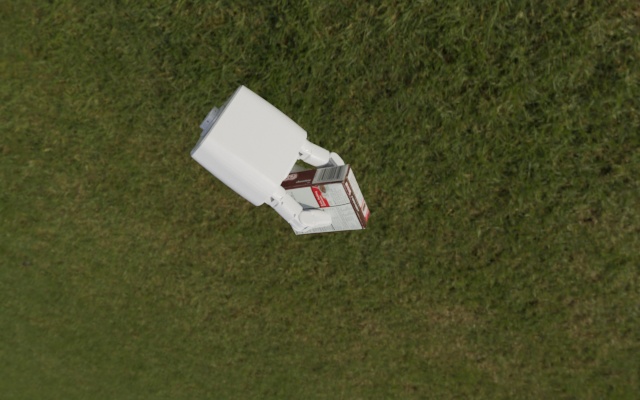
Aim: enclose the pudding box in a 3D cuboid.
[{"bbox_3d":[0.000,0.002,0.657,0.113,0.090,0.039,-6,41,27],"label":"pudding box"}]
